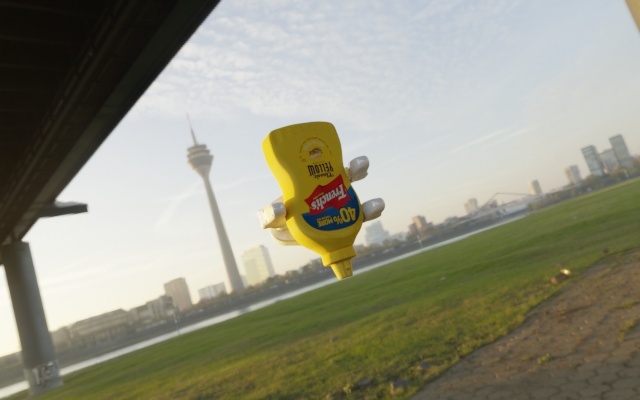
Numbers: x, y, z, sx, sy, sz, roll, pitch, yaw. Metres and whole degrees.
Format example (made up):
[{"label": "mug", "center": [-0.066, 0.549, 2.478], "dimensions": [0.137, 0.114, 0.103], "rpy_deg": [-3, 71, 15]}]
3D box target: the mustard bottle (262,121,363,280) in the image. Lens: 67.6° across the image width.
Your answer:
[{"label": "mustard bottle", "center": [0.000, 0.002, 0.580], "dimensions": [0.096, 0.191, 0.058], "rpy_deg": [-13, -11, -30]}]
